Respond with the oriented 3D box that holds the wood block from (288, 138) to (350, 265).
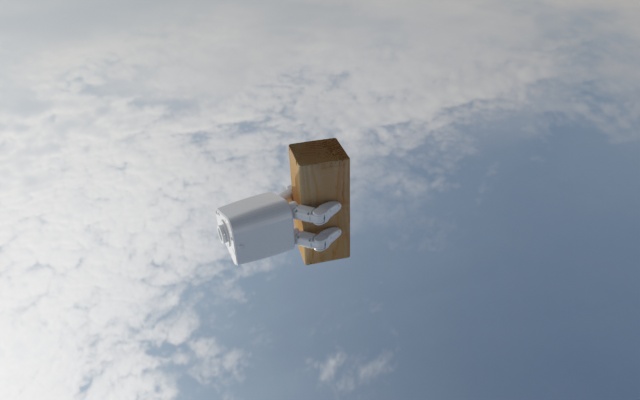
[{"bbox_3d":[0.000,0.003,0.864,0.090,0.206,0.090,-9,33,-12],"label":"wood block"}]
